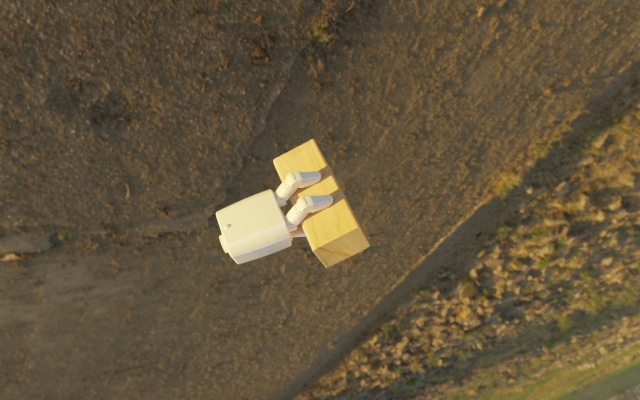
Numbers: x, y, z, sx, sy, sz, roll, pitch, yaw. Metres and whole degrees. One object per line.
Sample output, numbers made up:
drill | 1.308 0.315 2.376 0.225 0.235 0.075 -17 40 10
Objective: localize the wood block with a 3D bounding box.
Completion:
wood block | 0.000 0.003 0.865 0.090 0.206 0.091 -27 -32 3
